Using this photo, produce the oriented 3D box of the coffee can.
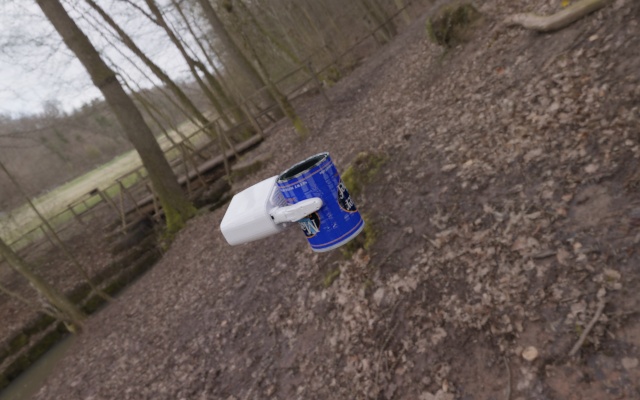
[{"bbox_3d":[0.000,0.003,0.816,0.103,0.140,0.102,-26,14,7],"label":"coffee can"}]
